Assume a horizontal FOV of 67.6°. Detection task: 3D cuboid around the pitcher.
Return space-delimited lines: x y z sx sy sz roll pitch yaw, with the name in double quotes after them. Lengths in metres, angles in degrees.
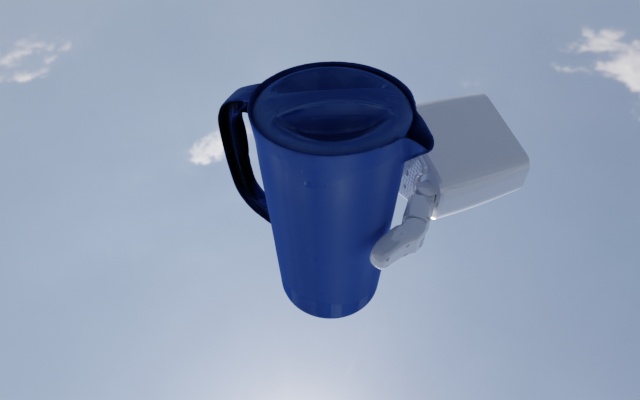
0.000 0.001 0.457 0.145 0.243 0.149 -18 47 -17 "pitcher"
